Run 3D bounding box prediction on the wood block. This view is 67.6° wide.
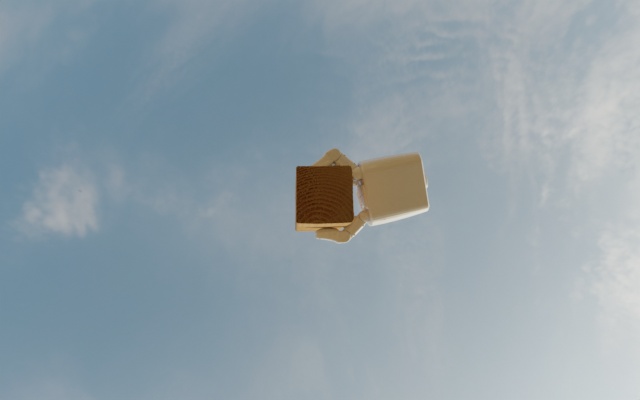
[{"bbox_3d":[0.001,0.003,0.828,0.090,0.091,0.206,-1,-7,-3],"label":"wood block"}]
